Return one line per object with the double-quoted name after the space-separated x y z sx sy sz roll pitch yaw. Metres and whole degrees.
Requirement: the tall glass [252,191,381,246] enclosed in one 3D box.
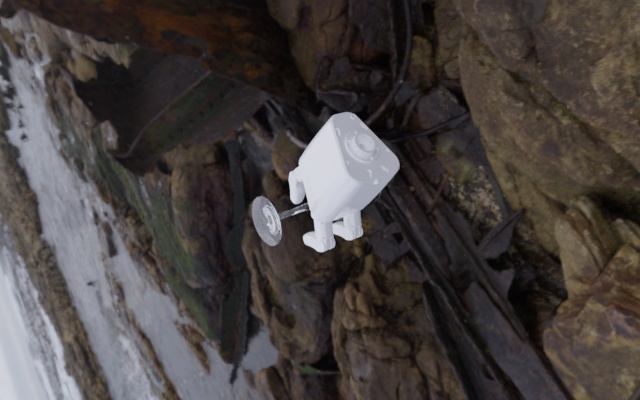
-0.001 0.003 0.733 0.201 0.079 0.079 -19 11 -34 "tall glass"
